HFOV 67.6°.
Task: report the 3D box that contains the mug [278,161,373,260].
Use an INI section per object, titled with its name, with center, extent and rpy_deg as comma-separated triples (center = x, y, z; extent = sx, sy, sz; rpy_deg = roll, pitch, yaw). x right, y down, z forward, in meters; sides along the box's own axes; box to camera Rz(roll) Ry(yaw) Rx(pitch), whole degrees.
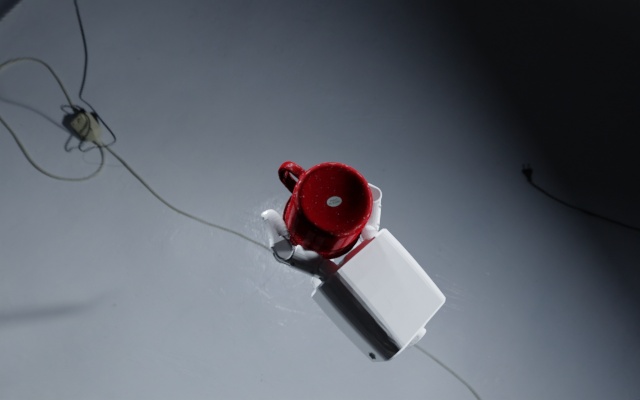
[mug]
center = -0.001, 0.001, 0.510
extent = 0.093, 0.117, 0.081
rpy_deg = -41, -8, -18
